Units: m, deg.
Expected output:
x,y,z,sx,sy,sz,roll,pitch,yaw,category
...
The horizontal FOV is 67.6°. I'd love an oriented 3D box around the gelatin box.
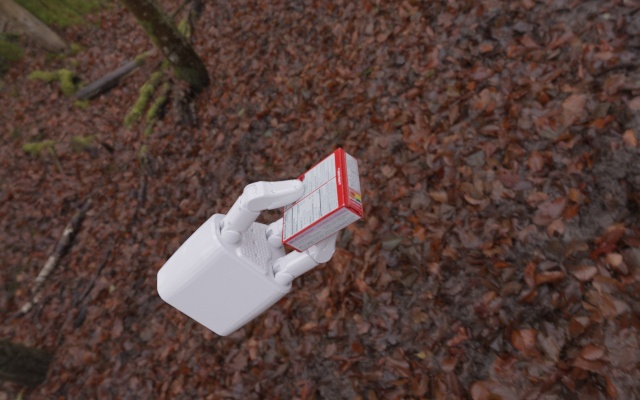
x,y,z,sx,sy,sz,roll,pitch,yaw,category
0.000,0.001,0.478,0.030,0.073,0.089,30,-49,-33,gelatin box
